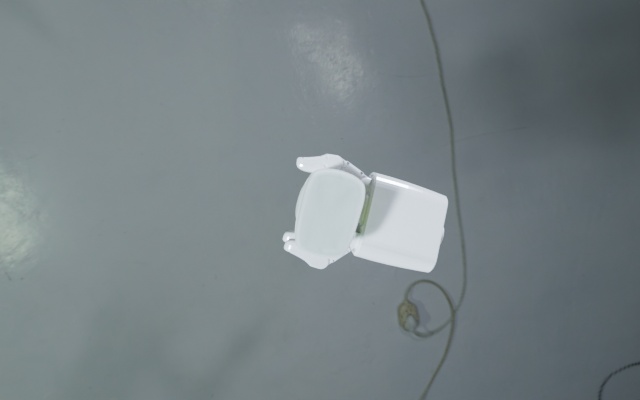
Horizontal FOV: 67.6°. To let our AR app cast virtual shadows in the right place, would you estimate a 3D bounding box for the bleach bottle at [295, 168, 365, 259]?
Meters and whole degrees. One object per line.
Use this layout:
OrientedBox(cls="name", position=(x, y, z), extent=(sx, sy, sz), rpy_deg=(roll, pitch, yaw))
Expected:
OrientedBox(cls="bleach bottle", position=(0.000, 0.002, 0.641), extent=(0.068, 0.102, 0.251), rpy_deg=(15, 6, -6))
